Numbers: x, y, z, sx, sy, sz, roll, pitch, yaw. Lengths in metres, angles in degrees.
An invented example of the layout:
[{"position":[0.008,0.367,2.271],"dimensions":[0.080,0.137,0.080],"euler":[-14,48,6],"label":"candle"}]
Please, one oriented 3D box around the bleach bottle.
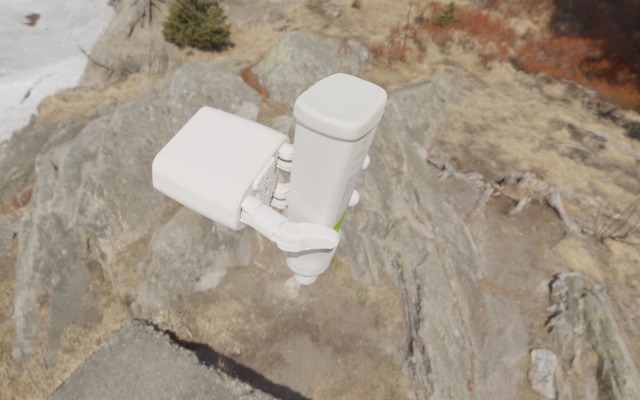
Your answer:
[{"position":[0.000,0.002,0.503],"dimensions":[0.068,0.251,0.102],"euler":[25,40,14],"label":"bleach bottle"}]
